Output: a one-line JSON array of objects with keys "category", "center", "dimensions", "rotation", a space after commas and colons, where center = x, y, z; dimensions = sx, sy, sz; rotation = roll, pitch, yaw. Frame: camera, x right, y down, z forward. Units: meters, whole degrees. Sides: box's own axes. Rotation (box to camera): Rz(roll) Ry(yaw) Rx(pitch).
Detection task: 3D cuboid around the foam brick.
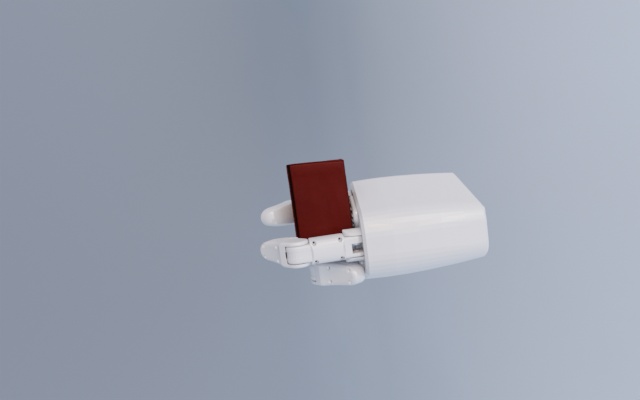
[{"category": "foam brick", "center": [0.000, 0.001, 0.443], "dimensions": [0.051, 0.078, 0.053], "rotation": [-8, 6, 1]}]
